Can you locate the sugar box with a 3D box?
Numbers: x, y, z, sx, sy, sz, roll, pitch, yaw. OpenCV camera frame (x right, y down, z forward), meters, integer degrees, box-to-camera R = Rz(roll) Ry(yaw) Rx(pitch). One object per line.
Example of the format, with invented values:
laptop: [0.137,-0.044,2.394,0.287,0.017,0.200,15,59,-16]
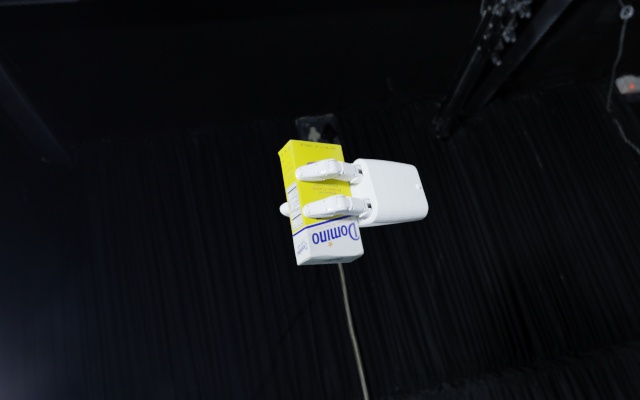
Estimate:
sugar box: [0.000,0.002,0.693,0.093,0.176,0.048,1,-24,-32]
